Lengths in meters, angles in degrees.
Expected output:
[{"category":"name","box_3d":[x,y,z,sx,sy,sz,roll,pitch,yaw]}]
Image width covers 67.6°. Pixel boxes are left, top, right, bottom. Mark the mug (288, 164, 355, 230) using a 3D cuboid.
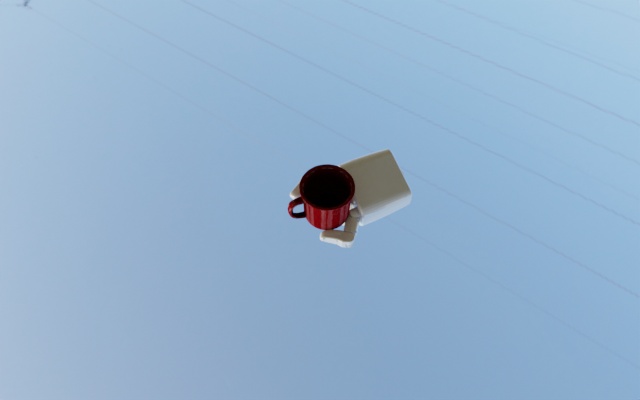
[{"category":"mug","box_3d":[-0.001,0.003,0.818,0.117,0.093,0.082,-21,-30,-13]}]
